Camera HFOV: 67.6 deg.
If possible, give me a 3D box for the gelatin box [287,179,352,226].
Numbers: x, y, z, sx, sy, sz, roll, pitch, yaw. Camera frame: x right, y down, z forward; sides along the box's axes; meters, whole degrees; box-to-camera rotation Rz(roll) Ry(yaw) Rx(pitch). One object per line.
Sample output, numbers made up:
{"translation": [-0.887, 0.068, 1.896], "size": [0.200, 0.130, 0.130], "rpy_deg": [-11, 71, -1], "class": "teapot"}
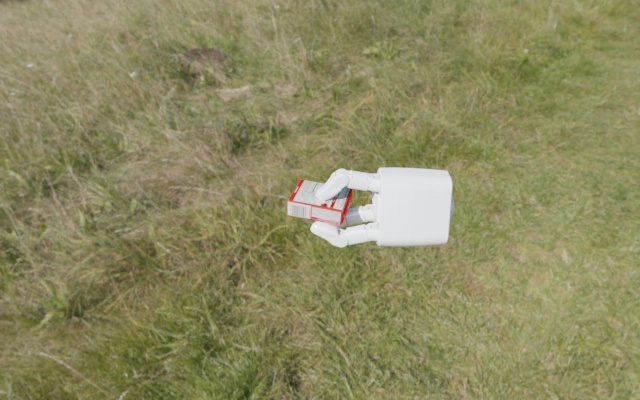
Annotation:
{"translation": [0.000, 0.002, 0.744], "size": [0.089, 0.030, 0.073], "rpy_deg": [11, 32, 9], "class": "gelatin box"}
